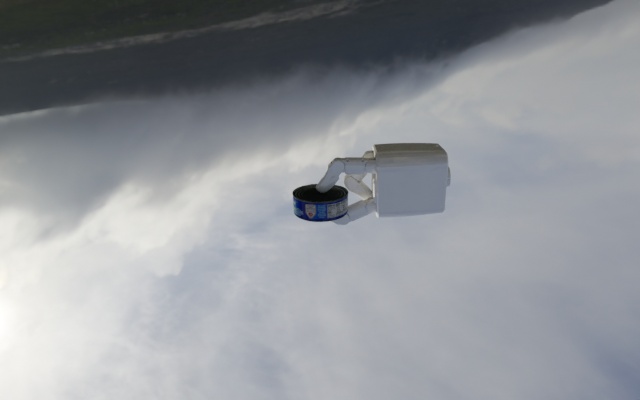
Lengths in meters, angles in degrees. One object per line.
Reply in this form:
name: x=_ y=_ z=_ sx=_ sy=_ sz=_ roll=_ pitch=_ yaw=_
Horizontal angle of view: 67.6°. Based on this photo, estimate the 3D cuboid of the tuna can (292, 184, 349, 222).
tuna can: x=0.000 y=0.003 z=0.734 sx=0.086 sy=0.034 sz=0.086 roll=-1 pitch=20 yaw=0
